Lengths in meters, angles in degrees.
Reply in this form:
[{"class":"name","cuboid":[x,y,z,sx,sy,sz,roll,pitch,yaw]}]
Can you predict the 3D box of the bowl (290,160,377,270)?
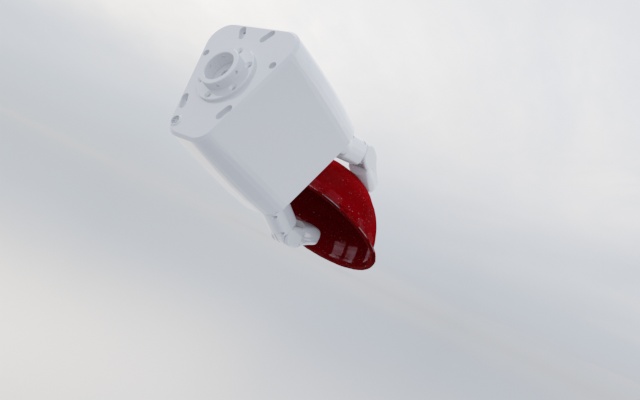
[{"class":"bowl","cuboid":[0.000,0.002,0.494,0.162,0.055,0.162,31,-23,15]}]
